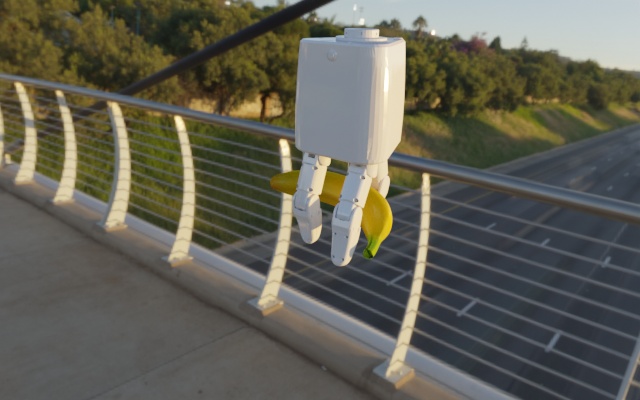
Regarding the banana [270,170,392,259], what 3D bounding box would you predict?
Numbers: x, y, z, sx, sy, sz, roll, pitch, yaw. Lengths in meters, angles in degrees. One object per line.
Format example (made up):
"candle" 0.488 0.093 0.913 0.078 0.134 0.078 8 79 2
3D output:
"banana" 0.017 -0.003 0.532 0.069 0.037 0.197 -20 32 -28
